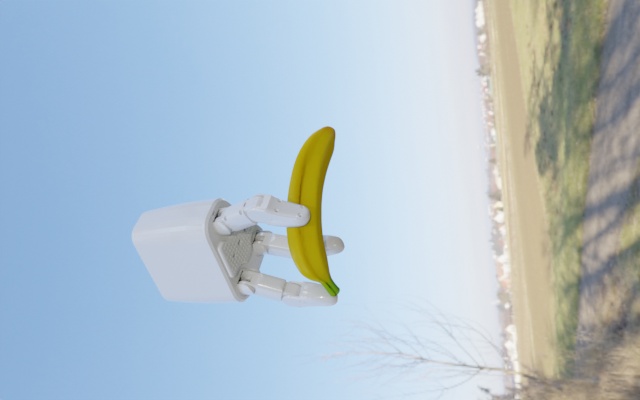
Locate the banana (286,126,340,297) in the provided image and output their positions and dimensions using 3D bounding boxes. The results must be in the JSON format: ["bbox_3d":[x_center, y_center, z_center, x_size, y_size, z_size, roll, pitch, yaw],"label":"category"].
[{"bbox_3d":[-0.008,-0.001,0.511,0.037,0.197,0.070,-9,-21,26],"label":"banana"}]
